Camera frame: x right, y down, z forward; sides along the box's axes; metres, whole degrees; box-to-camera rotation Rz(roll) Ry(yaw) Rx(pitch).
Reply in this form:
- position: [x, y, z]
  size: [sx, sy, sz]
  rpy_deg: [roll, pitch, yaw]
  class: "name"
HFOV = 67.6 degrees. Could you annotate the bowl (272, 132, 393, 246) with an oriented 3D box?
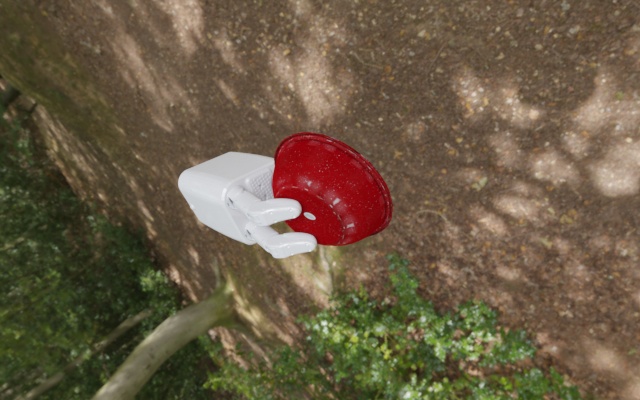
- position: [0.001, 0.002, 0.555]
  size: [0.162, 0.162, 0.055]
  rpy_deg: [0, 41, 41]
  class: "bowl"
